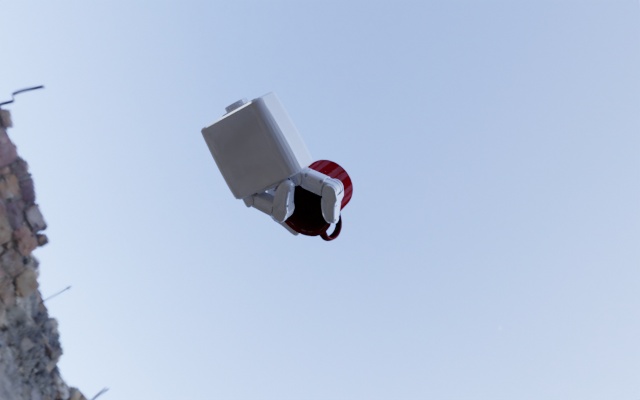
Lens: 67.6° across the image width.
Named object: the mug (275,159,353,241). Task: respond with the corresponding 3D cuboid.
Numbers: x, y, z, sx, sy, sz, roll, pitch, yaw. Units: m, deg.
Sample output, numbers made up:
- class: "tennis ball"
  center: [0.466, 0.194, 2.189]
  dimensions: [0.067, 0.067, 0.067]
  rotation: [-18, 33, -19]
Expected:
- class: "mug"
  center: [0.001, 0.003, 0.690]
  dimensions: [0.093, 0.117, 0.081]
  rotation: [-15, 18, 39]
